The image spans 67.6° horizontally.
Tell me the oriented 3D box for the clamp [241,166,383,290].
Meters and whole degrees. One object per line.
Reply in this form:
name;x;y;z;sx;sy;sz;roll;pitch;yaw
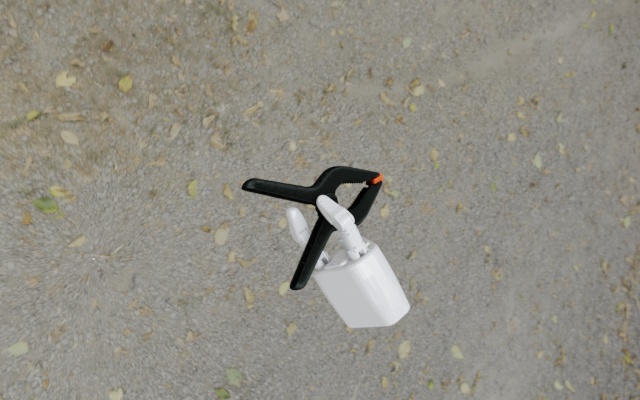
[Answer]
clamp;0.001;0.002;0.677;0.210;0.164;0.036;-36;12;-24
